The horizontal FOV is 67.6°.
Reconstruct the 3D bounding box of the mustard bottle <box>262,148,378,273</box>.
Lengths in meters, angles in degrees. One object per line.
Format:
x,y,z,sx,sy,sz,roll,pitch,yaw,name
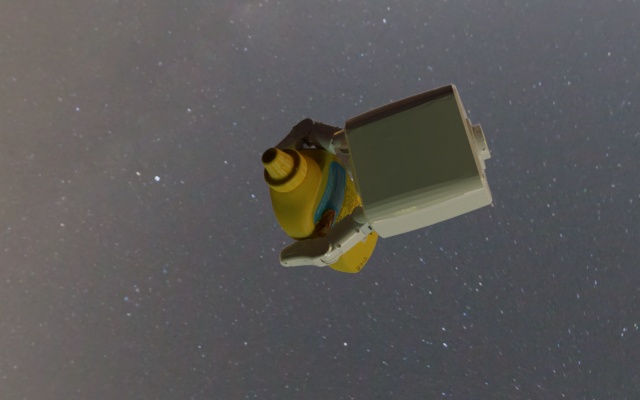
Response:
0.000,0.002,0.493,0.058,0.096,0.192,6,-22,33,mustard bottle
